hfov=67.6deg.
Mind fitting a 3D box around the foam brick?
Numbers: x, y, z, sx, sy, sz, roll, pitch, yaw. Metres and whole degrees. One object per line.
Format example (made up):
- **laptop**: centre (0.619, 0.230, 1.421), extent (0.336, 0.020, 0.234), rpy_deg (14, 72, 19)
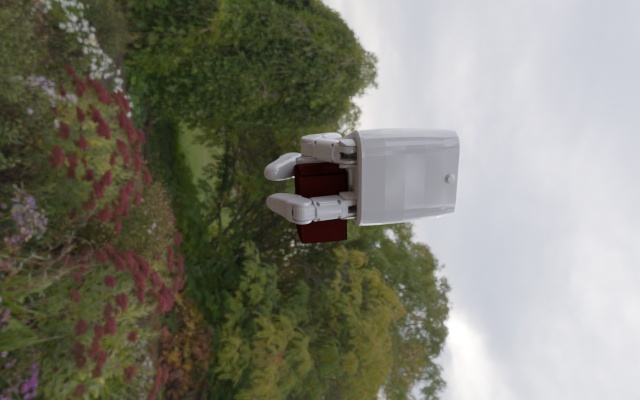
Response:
- **foam brick**: centre (0.000, 0.002, 0.521), extent (0.051, 0.078, 0.053), rpy_deg (-4, 19, -8)
